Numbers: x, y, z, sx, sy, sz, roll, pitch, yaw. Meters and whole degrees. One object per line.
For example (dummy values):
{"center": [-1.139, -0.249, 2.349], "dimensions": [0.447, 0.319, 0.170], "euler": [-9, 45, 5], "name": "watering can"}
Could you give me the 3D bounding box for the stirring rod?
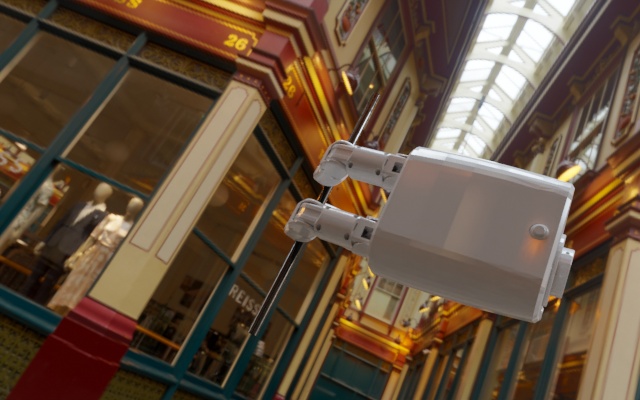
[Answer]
{"center": [0.000, 0.001, 0.403], "dimensions": [0.011, 0.239, 0.011], "euler": [24, -21, 10], "name": "stirring rod"}
